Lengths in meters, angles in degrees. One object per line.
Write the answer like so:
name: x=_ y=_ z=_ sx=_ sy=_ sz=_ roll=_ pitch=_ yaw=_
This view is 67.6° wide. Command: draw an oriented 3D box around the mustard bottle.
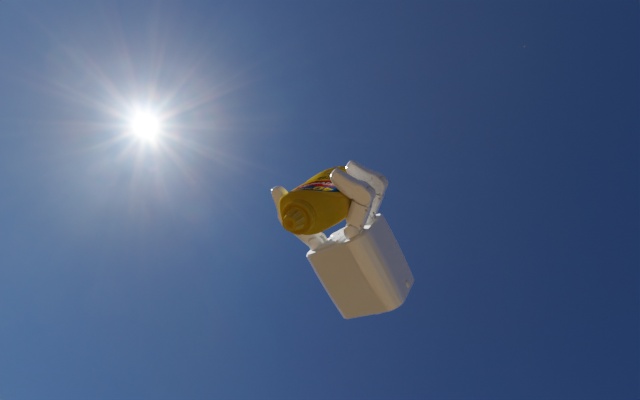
mustard bottle: x=0.000 y=0.002 z=0.630 sx=0.096 sy=0.058 sz=0.191 roll=0 pitch=16 yaw=23
